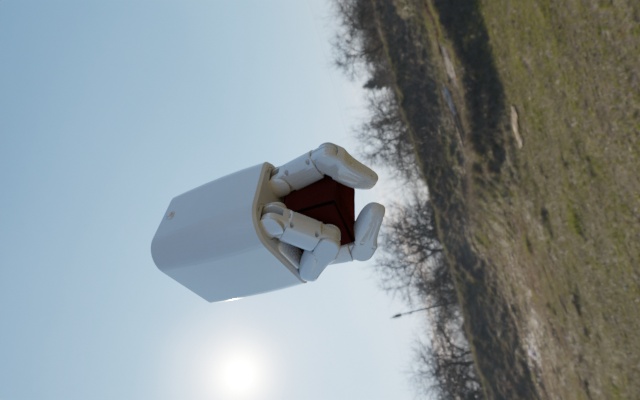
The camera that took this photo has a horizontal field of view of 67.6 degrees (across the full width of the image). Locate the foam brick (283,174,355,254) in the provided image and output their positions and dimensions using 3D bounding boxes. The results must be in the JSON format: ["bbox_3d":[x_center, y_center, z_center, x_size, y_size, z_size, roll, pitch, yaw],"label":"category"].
[{"bbox_3d":[0.000,0.001,0.444,0.051,0.053,0.078,-17,35,16],"label":"foam brick"}]
